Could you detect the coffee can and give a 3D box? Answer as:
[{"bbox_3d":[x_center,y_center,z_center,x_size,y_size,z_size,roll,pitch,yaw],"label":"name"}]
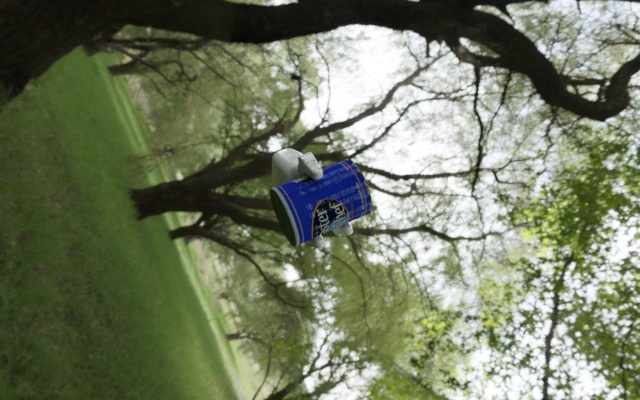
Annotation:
[{"bbox_3d":[0.000,0.003,0.795,0.140,0.103,0.103,-23,6,-15],"label":"coffee can"}]
